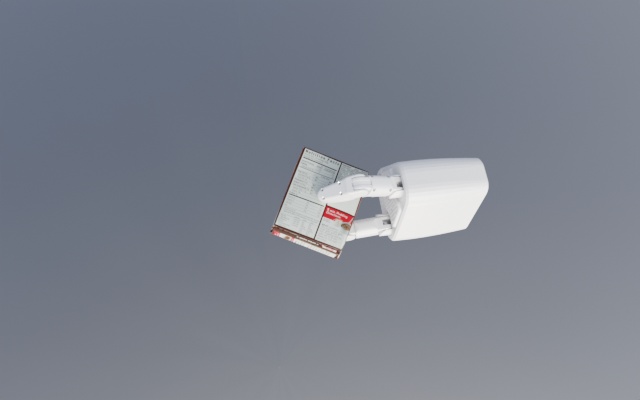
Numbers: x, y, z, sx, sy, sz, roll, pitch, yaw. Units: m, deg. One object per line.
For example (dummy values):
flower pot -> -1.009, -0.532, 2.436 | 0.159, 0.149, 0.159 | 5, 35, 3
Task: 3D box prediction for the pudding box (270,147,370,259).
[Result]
pudding box -> 0.000, 0.002, 0.581 | 0.090, 0.113, 0.039 | 21, -22, -2
